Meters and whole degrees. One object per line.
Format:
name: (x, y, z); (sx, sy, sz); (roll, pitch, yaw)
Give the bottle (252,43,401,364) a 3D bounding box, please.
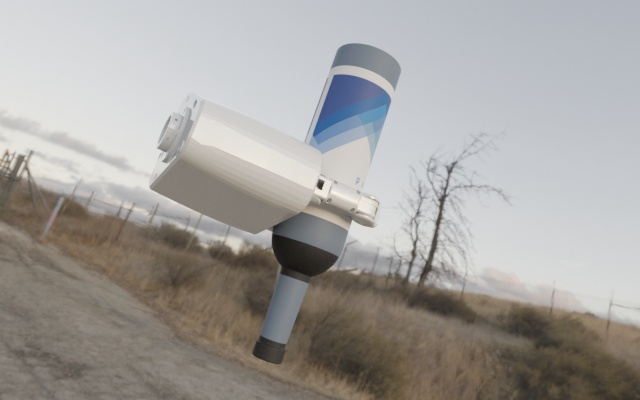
bottle: (0.000, 0.001, 0.443); (0.069, 0.295, 0.069); (18, -10, 3)
